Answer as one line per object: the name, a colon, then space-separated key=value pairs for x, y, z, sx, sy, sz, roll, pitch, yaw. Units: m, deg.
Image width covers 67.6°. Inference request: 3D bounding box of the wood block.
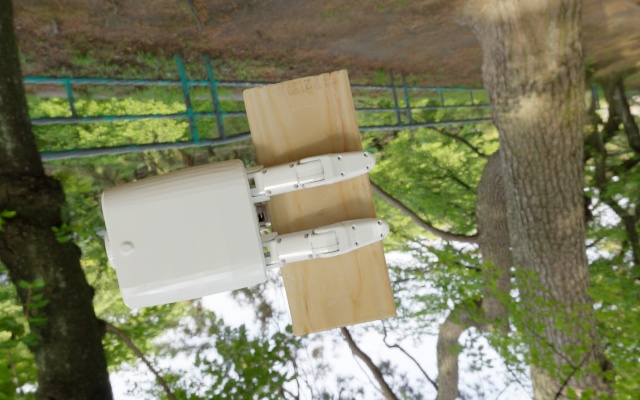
wood block: x=0.000 y=0.002 z=0.432 sx=0.090 sy=0.206 sz=0.091 roll=-12 pitch=2 yaw=0
